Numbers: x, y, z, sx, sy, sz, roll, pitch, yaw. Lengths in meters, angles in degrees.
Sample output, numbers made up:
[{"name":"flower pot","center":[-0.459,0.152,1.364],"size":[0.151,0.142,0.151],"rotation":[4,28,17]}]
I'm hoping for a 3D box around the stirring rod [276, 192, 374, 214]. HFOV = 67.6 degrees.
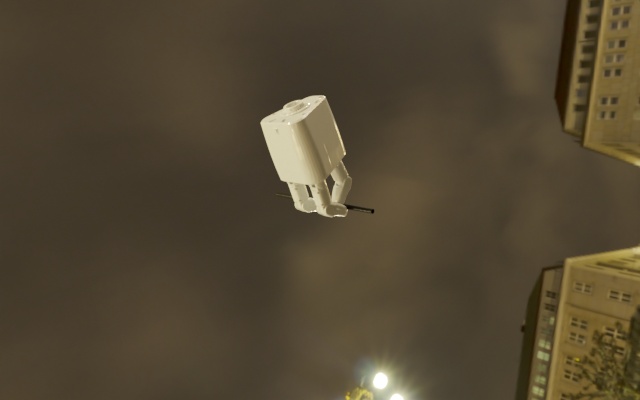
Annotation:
[{"name":"stirring rod","center":[0.000,0.003,0.851],"size":[0.011,0.011,0.239],"rotation":[0,7,-45]}]
